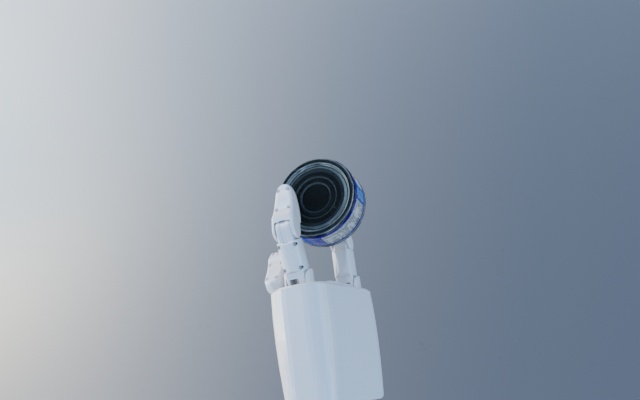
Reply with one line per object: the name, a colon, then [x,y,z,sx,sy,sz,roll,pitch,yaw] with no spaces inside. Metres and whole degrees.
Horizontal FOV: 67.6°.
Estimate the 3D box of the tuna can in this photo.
tuna can: [0.000,0.001,0.482,0.086,0.086,0.034,0,-20,24]
